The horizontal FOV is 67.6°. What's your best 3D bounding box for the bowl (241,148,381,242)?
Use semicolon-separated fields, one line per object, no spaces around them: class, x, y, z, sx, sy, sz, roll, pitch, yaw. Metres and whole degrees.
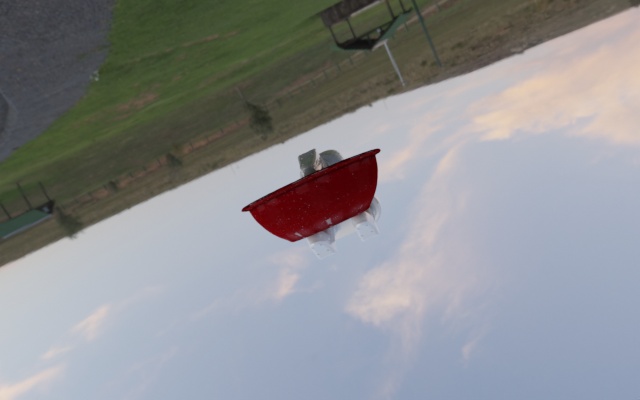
bowl;0.000;0.002;0.510;0.162;0.055;0.162;-24;-1;0
